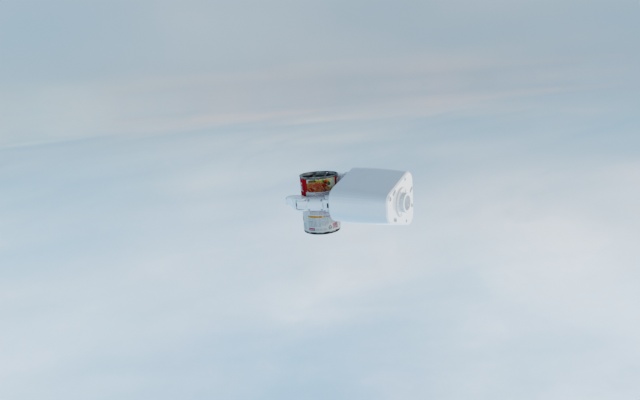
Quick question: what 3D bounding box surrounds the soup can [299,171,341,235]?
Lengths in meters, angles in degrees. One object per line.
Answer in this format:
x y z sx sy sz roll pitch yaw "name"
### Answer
0.000 0.003 0.847 0.068 0.102 0.068 -4 13 1 "soup can"
